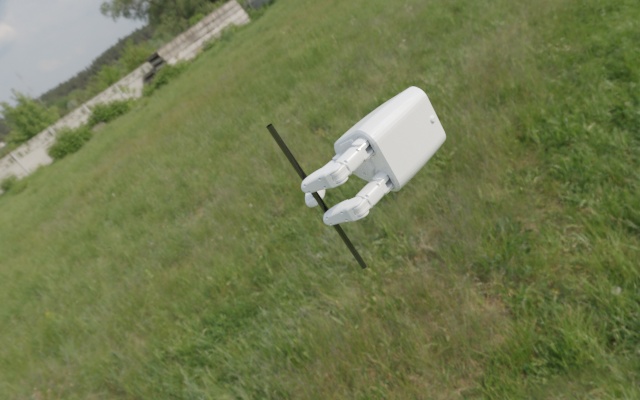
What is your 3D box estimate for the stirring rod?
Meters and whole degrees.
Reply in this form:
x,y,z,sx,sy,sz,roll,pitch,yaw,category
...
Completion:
x,y,z,sx,sy,sz,roll,pitch,yaw,category
0.000,0.002,0.615,0.011,0.240,0.011,-27,26,14,stirring rod
